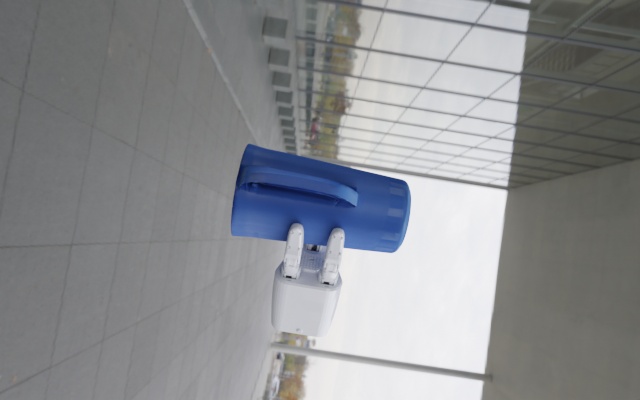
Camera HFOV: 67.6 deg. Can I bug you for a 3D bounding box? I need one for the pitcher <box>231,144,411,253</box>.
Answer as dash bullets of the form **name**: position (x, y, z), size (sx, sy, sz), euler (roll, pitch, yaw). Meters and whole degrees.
- **pitcher**: position (0.000, 0.002, 0.673), size (0.243, 0.145, 0.149), euler (9, 30, -2)
